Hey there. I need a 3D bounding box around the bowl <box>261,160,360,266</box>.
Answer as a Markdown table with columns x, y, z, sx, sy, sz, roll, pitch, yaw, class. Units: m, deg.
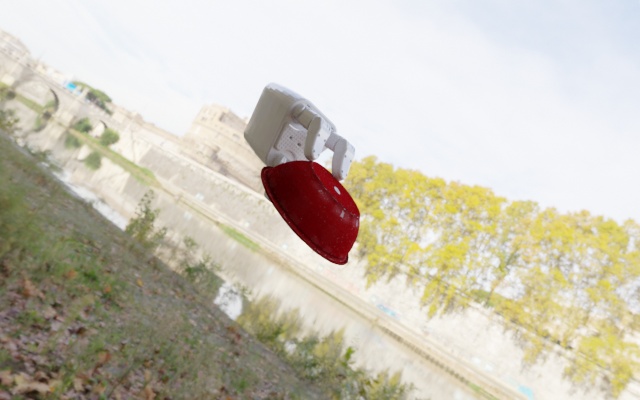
| x | y | z | sx | sy | sz | roll | pitch | yaw | class |
| --- | --- | --- | --- | --- | --- | --- | --- | --- | --- |
| 0.001 | 0.003 | 0.603 | 0.055 | 0.162 | 0.162 | -40 | -12 | 14 | bowl |
